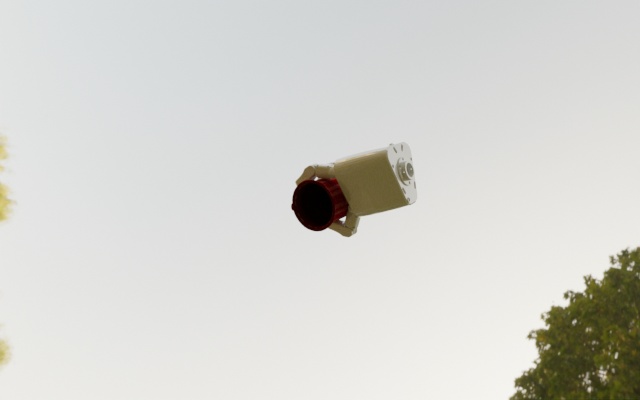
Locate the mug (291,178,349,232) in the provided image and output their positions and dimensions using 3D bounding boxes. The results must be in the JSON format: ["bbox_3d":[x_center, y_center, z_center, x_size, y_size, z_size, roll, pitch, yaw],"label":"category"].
[{"bbox_3d":[-0.001,0.003,0.868,0.117,0.093,0.081,-12,5,37],"label":"mug"}]
